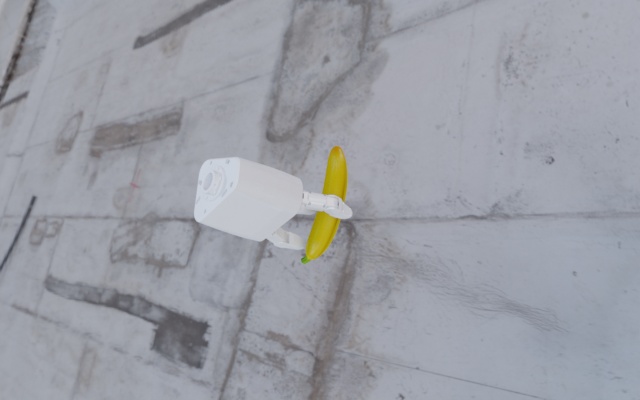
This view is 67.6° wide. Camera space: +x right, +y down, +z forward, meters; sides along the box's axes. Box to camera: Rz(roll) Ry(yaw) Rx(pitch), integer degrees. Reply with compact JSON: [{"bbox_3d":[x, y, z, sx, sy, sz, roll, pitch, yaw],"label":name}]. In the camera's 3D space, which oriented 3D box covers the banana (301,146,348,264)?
[{"bbox_3d":[0.009,0.008,0.743,0.037,0.198,0.069,19,-2,-33],"label":"banana"}]
